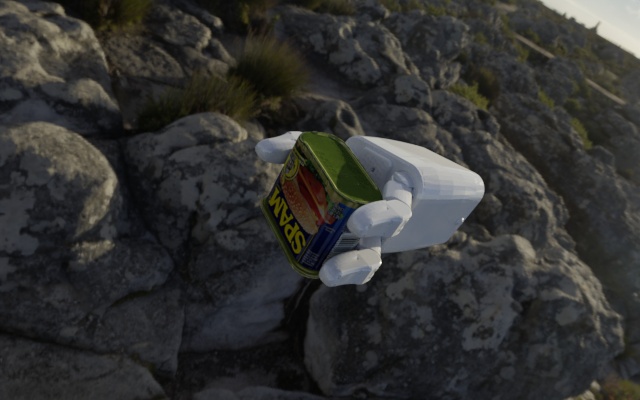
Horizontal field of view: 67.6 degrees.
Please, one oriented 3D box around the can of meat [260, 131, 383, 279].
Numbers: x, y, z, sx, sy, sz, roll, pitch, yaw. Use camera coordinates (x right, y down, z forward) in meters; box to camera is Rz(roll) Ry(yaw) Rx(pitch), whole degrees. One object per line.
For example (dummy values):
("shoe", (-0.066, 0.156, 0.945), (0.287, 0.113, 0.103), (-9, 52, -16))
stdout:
("can of meat", (0.000, 0.001, 0.415), (0.057, 0.084, 0.102), (3, 41, -37))
